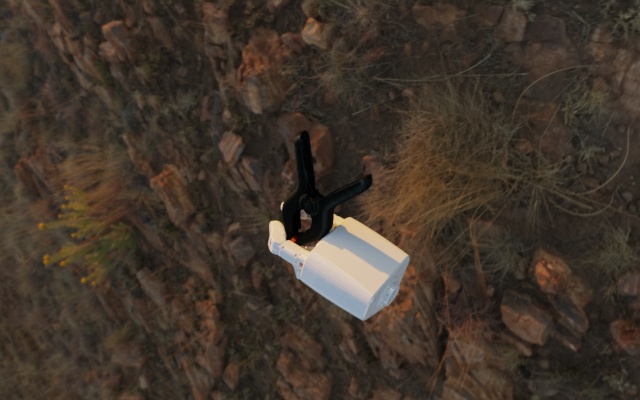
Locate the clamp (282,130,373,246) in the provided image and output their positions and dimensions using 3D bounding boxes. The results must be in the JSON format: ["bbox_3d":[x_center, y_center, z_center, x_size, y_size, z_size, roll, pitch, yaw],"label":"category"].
[{"bbox_3d":[0.000,0.002,0.652,0.120,0.172,0.039,31,35,25],"label":"clamp"}]
